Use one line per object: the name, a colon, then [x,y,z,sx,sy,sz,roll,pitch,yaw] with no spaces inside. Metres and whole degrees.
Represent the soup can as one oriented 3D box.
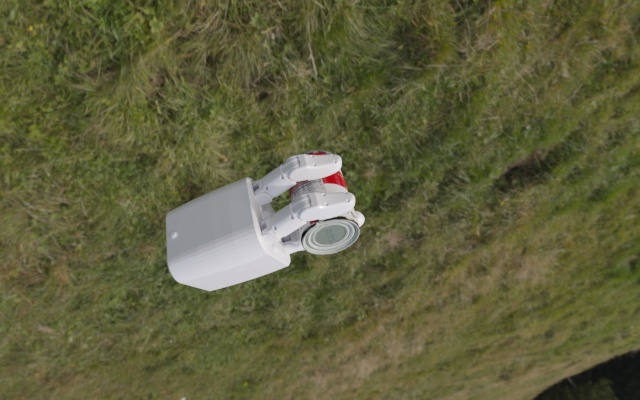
soup can: [0.001,0.002,0.545,0.068,0.102,0.069,-10,-38,-8]
